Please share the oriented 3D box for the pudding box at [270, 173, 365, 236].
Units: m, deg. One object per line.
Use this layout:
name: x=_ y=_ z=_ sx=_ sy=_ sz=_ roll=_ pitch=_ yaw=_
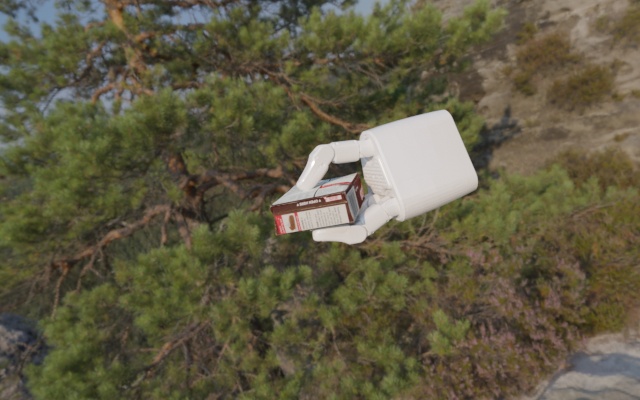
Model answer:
pudding box: x=0.000 y=0.002 z=0.561 sx=0.090 sy=0.039 sz=0.113 roll=-11 pitch=10 yaw=14
